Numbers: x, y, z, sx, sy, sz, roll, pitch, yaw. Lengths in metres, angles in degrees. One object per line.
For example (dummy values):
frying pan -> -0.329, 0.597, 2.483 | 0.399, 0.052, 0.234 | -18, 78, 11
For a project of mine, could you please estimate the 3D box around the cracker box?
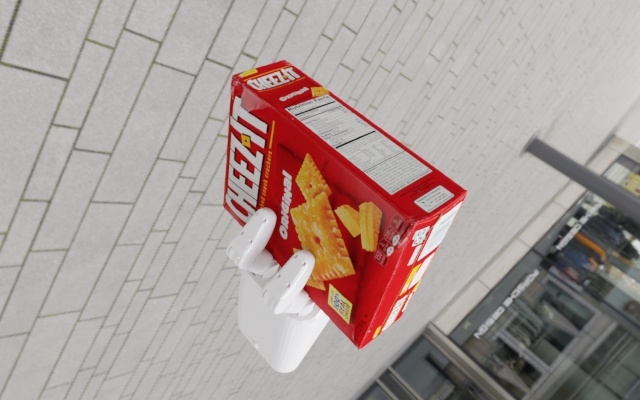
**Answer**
cracker box -> 0.000, 0.001, 0.429 | 0.072, 0.164, 0.213 | -27, 56, -37
